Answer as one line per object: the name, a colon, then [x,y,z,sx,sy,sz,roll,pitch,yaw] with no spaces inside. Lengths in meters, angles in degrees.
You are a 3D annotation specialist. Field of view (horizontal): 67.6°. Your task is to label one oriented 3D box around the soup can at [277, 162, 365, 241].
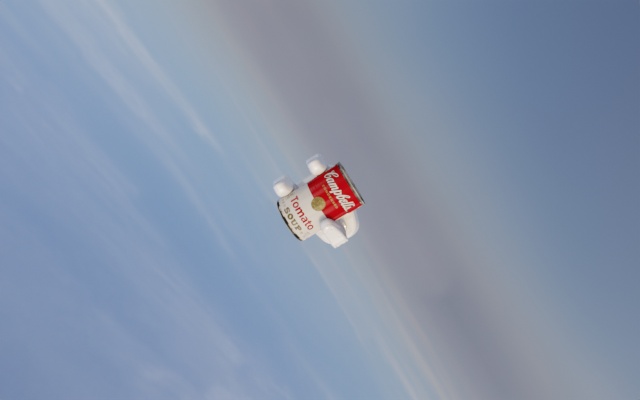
soup can: [0.000,0.002,0.652,0.102,0.068,0.068,-31,-4,7]
